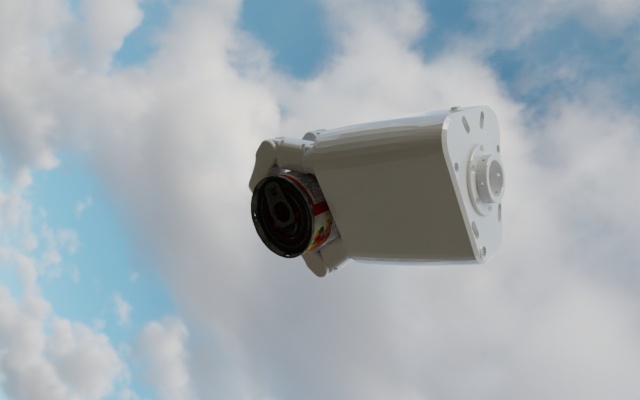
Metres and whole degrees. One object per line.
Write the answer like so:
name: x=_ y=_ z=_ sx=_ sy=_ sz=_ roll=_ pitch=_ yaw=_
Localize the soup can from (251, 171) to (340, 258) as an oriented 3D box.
soup can: x=0.000 y=0.001 z=0.413 sx=0.068 sy=0.068 sz=0.102 roll=0 pitch=14 yaw=41
